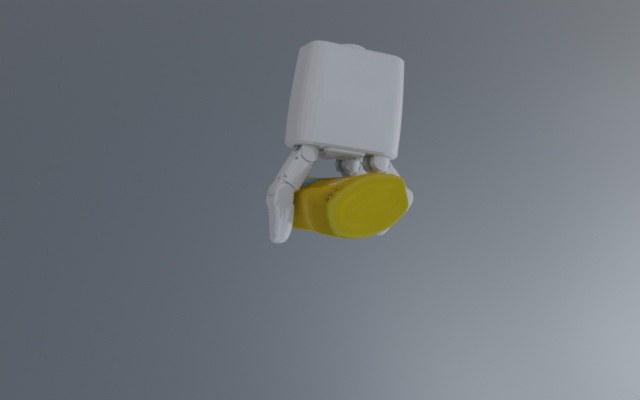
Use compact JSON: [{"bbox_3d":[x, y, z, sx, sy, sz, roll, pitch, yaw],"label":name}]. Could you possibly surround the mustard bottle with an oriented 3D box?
[{"bbox_3d":[0.000,0.002,0.523,0.096,0.058,0.191,-20,12,-28],"label":"mustard bottle"}]
